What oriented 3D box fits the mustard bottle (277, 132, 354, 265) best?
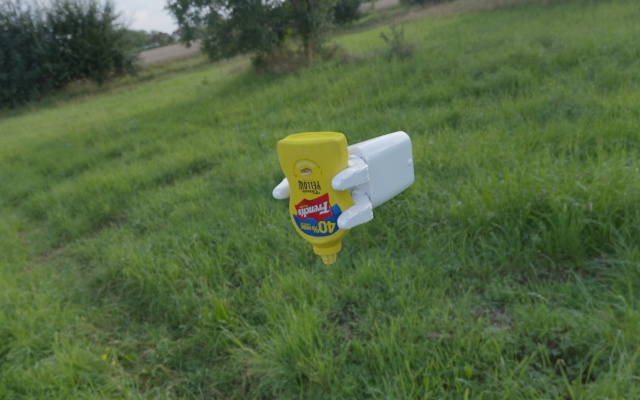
[{"bbox_3d":[0.000,0.002,0.675,0.096,0.192,0.058,1,23,26],"label":"mustard bottle"}]
